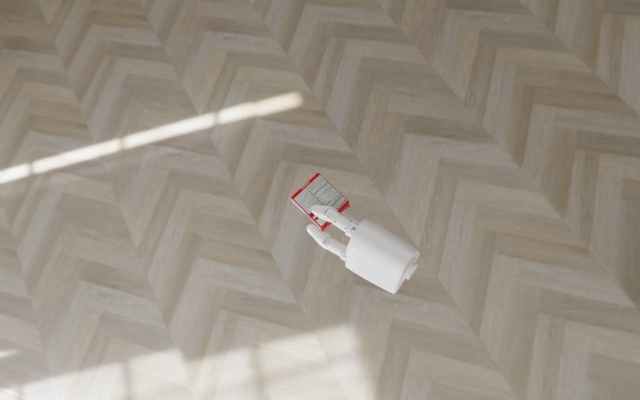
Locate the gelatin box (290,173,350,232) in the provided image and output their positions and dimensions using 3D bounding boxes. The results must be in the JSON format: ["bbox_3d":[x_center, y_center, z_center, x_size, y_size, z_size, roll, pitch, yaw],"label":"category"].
[{"bbox_3d":[0.000,0.003,0.899,0.089,0.073,0.030,44,-8,19],"label":"gelatin box"}]
